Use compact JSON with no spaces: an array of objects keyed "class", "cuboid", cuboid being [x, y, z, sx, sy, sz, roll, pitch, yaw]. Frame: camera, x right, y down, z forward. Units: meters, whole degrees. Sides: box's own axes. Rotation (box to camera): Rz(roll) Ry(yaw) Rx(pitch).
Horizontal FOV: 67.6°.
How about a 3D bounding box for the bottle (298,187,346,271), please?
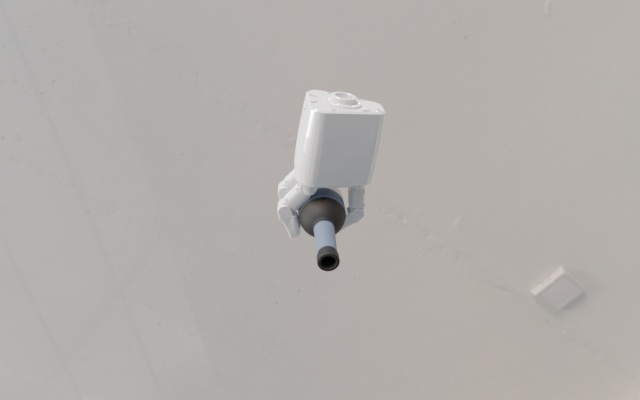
[{"class":"bottle","cuboid":[0.000,0.002,0.699,0.069,0.069,0.295,0,29,-4]}]
